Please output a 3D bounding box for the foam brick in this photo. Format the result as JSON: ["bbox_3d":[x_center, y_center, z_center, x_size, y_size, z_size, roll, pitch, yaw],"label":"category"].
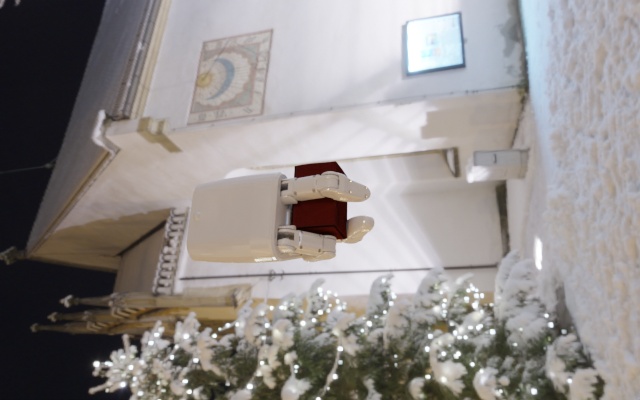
[{"bbox_3d":[0.000,0.002,0.540,0.051,0.078,0.053,-5,-22,17],"label":"foam brick"}]
